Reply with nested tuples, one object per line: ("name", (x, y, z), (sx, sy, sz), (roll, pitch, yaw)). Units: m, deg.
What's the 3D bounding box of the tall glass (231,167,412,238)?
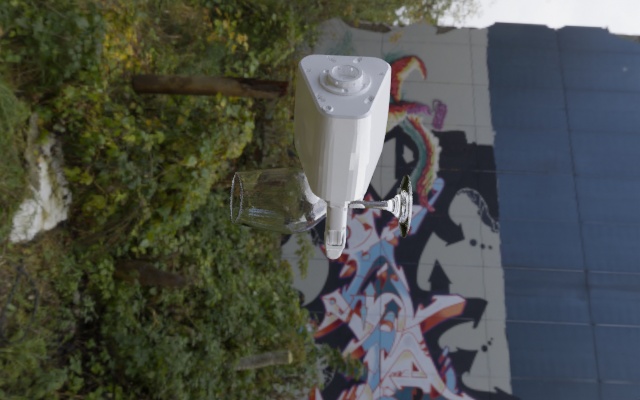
("tall glass", (0.001, 0.002, 0.558), (0.201, 0.079, 0.079), (3, 0, 0))
